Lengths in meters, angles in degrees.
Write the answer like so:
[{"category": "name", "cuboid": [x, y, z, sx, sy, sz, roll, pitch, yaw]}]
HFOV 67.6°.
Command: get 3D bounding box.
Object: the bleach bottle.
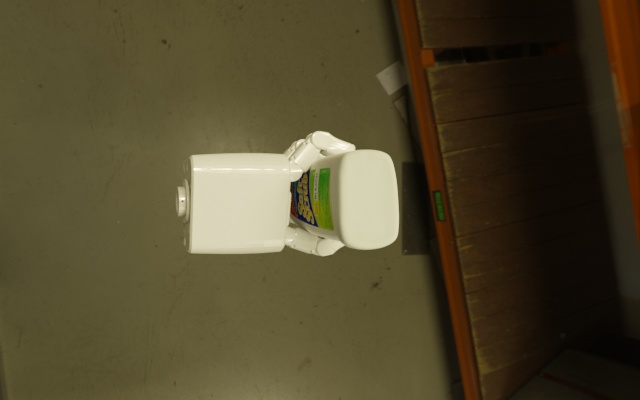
[{"category": "bleach bottle", "cuboid": [0.000, 0.002, 0.580, 0.068, 0.102, 0.251, -2, -2, -23]}]
